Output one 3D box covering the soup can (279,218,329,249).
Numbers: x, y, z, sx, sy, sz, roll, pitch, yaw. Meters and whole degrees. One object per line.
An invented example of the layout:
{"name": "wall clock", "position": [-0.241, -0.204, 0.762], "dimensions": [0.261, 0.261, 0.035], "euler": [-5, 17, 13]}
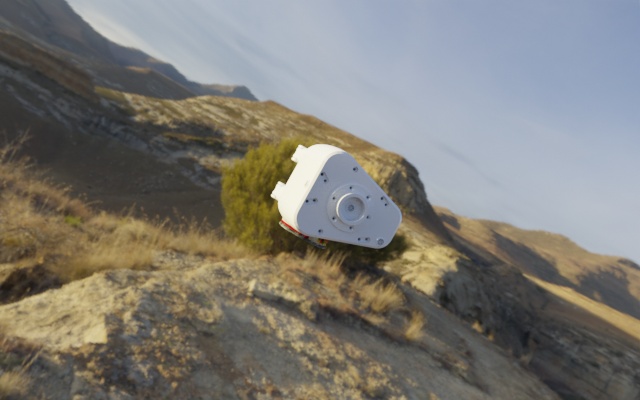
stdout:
{"name": "soup can", "position": [0.000, 0.002, 0.623], "dimensions": [0.068, 0.102, 0.068], "euler": [29, 1, -1]}
